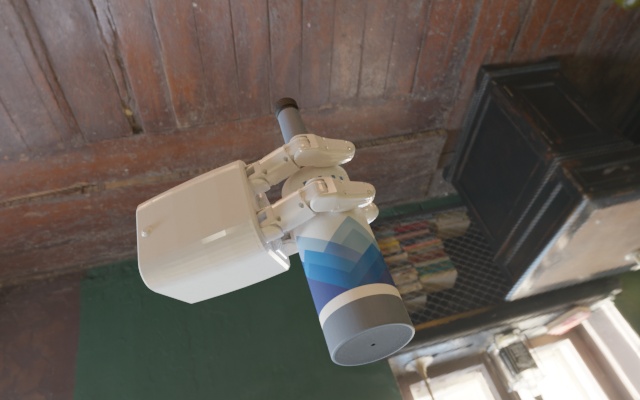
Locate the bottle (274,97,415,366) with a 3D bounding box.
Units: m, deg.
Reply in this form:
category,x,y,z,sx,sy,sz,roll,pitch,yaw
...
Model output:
category,x,y,z,sx,sy,sz,roll,pitch,yaw
bottle,0.000,0.002,0.450,0.069,0.295,0.069,-12,-39,-10
